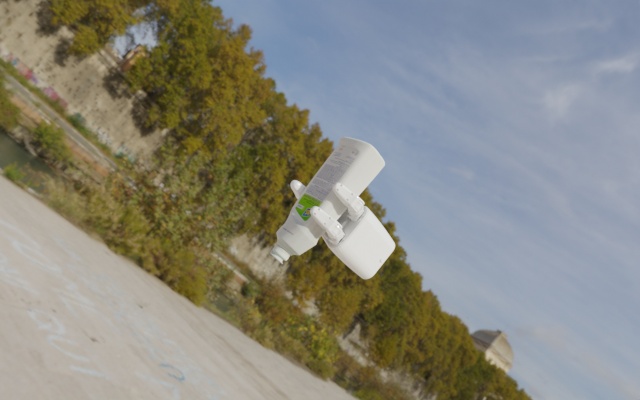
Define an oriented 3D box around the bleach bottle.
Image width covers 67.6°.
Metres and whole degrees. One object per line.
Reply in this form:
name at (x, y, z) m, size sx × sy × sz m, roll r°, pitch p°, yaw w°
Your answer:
bleach bottle at (0.000, 0.003, 0.838) m, size 0.068 × 0.251 × 0.102 m, roll 48°, pitch -13°, yaw -33°
